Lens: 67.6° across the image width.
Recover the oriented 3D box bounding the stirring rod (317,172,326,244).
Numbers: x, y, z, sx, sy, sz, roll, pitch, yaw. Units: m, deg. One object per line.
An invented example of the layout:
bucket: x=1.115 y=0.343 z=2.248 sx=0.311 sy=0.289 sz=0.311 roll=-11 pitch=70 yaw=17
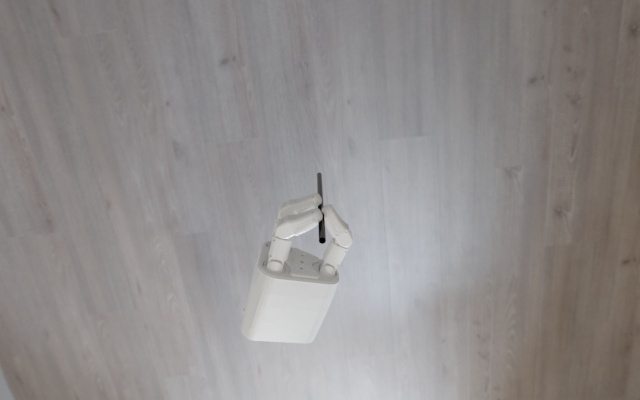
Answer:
stirring rod: x=0.000 y=0.002 z=0.647 sx=0.011 sy=0.011 sz=0.239 roll=0 pitch=21 yaw=-1
